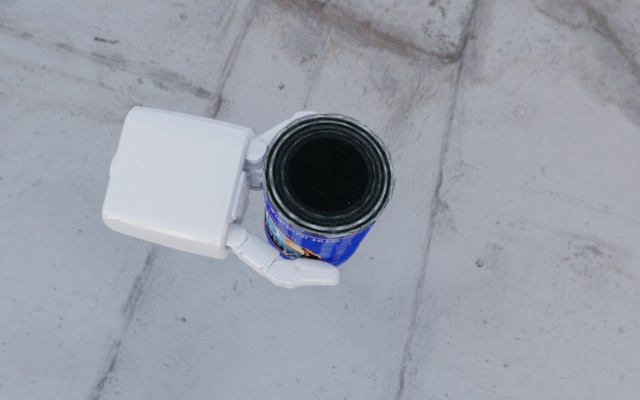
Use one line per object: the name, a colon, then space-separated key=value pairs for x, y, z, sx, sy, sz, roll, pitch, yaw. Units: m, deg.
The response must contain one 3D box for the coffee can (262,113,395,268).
coffee can: x=0.000 y=0.002 z=0.426 sx=0.103 sy=0.102 sz=0.140 roll=0 pitch=-19 yaw=-6
